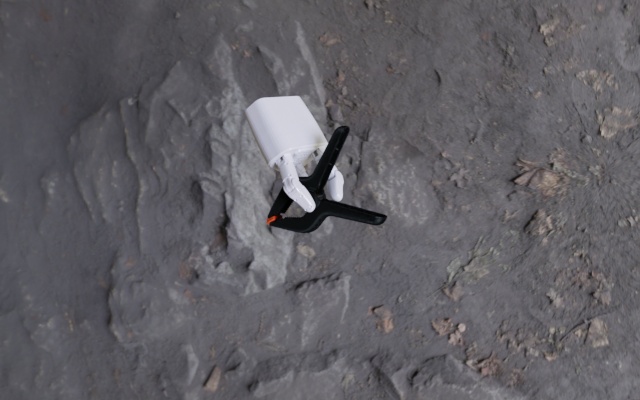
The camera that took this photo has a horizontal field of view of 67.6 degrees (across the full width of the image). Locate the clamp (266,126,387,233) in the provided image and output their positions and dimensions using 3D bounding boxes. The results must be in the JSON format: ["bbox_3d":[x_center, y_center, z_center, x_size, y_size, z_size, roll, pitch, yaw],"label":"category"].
[{"bbox_3d":[-0.001,0.003,0.772,0.210,0.164,0.036,-35,-15,28],"label":"clamp"}]
